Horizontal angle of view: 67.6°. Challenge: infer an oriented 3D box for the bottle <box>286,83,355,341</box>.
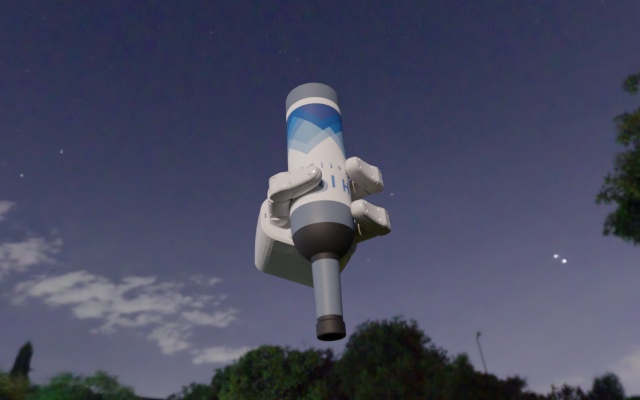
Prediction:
[{"bbox_3d":[0.000,0.001,0.516,0.069,0.295,0.069,-3,-32,-2],"label":"bottle"}]
